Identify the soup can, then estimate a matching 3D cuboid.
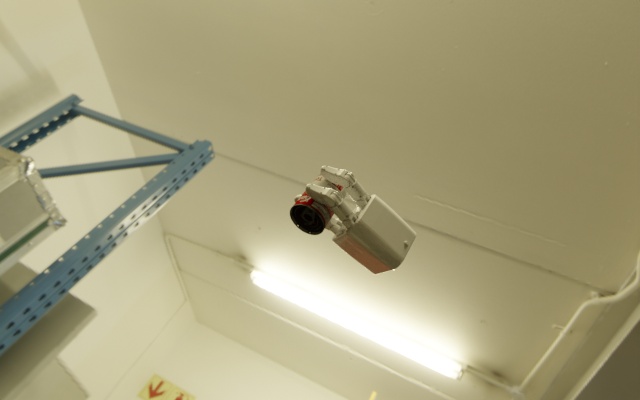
[{"bbox_3d":[0.000,0.002,0.847,0.068,0.068,0.102,0,38,37],"label":"soup can"}]
